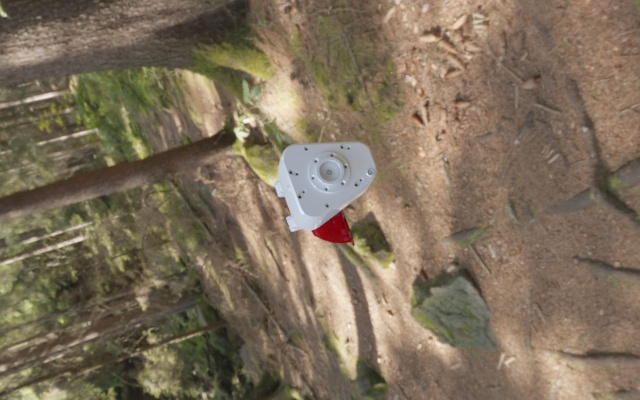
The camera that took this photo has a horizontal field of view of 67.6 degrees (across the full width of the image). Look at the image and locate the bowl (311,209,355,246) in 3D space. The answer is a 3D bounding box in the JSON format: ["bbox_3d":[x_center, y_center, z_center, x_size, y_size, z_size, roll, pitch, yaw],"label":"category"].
[{"bbox_3d":[0.000,0.003,0.736,0.055,0.162,0.162,-21,-1,2],"label":"bowl"}]
